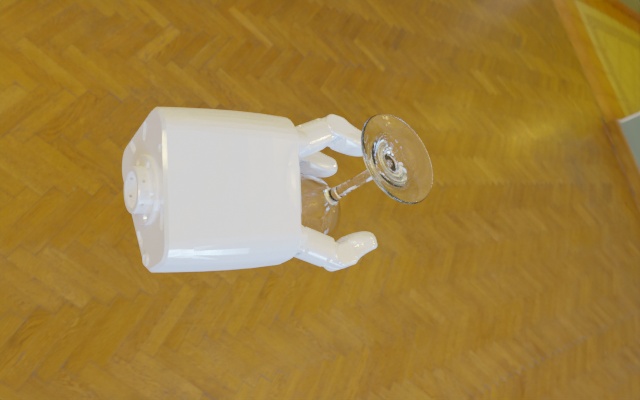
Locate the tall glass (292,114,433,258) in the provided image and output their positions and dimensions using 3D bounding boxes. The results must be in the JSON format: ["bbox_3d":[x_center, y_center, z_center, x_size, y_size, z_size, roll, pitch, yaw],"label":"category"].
[{"bbox_3d":[0.001,0.001,0.432,0.079,0.079,0.201,0,-20,-39],"label":"tall glass"}]
